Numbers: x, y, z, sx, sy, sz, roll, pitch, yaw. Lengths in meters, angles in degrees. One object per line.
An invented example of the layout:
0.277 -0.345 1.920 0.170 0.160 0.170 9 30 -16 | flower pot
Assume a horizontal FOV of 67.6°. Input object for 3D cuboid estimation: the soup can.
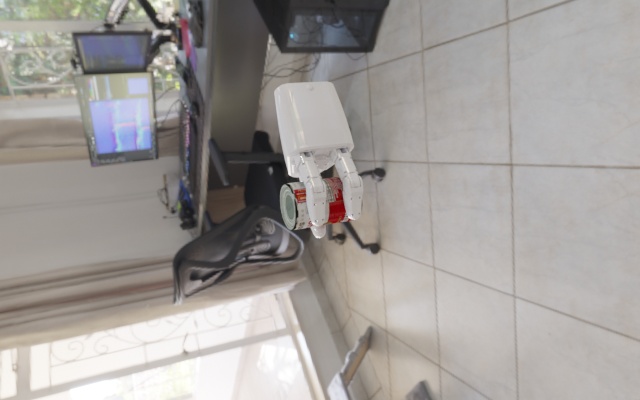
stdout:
0.000 0.003 0.687 0.102 0.068 0.068 -8 3 -22 | soup can
